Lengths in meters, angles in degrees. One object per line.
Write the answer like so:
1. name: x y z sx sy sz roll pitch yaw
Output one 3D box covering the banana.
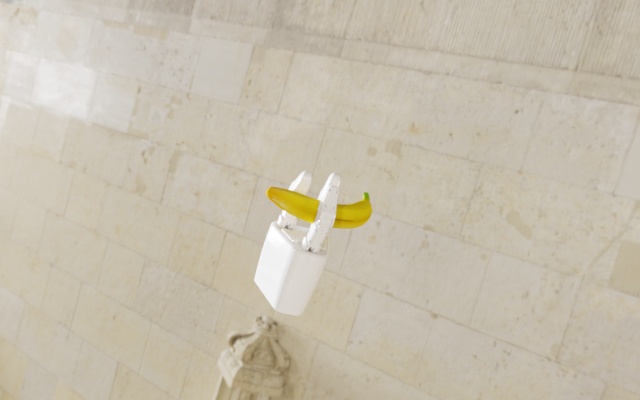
1. banana: 0.012 0.013 0.717 0.198 0.037 0.069 4 32 -39
